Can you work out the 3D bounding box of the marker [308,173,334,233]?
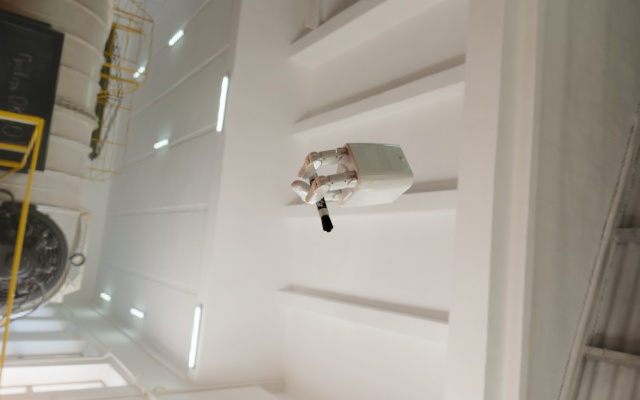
[{"bbox_3d":[0.000,0.003,0.822,0.020,0.121,0.020,-11,-34,-8],"label":"marker"}]
